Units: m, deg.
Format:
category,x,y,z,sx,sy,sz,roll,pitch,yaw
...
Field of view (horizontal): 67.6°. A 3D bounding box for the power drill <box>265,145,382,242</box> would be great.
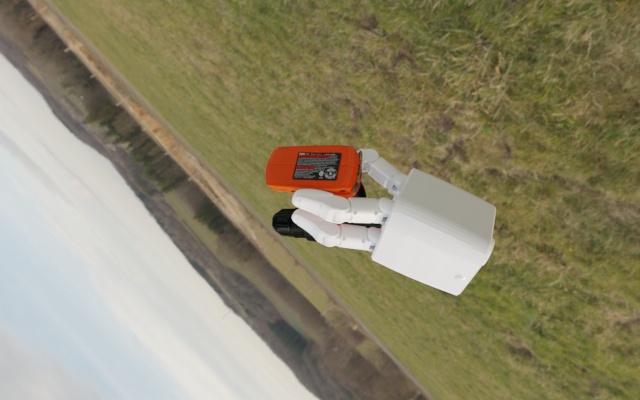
category,x,y,z,sx,sy,sz,roll,pitch,yaw
power drill,0.000,0.002,0.598,0.184,0.057,0.188,0,-25,18
